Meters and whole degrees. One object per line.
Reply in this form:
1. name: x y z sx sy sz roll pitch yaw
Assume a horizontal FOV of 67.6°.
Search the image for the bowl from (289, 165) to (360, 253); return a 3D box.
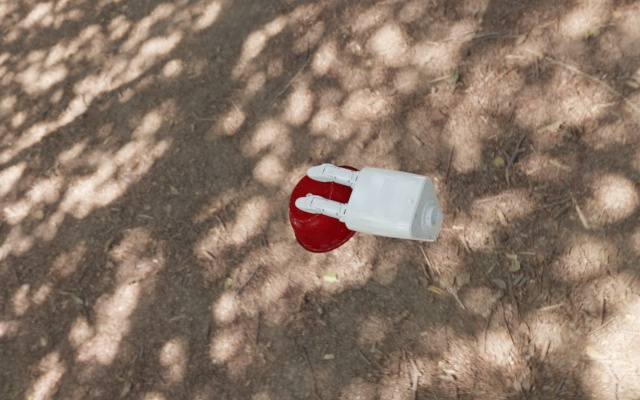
1. bowl: -0.001 0.003 0.790 0.162 0.162 0.055 0 -24 43
